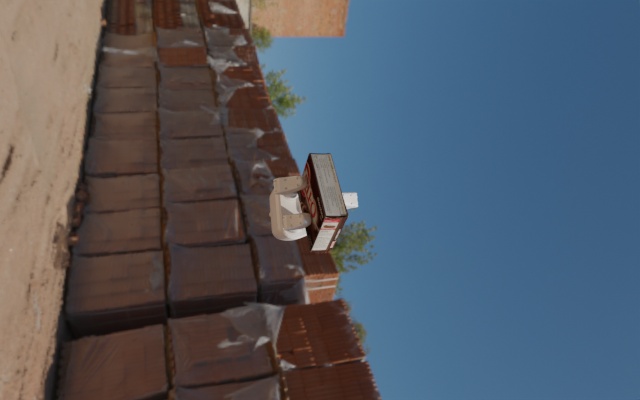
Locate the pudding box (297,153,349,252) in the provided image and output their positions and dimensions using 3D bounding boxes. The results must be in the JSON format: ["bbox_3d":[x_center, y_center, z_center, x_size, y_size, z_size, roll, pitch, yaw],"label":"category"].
[{"bbox_3d":[0.000,0.002,0.679,0.039,0.113,0.090,-4,-34,-18],"label":"pudding box"}]
